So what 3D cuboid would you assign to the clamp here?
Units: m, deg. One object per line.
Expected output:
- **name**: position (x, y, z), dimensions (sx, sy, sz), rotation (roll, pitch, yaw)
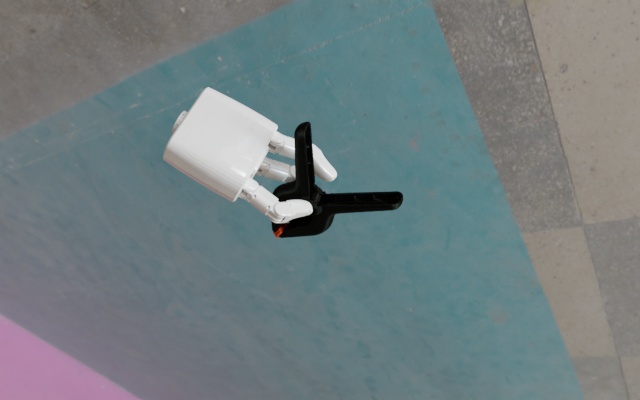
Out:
- **clamp**: position (-0.001, 0.003, 0.655), dimensions (0.164, 0.036, 0.210), rotation (32, -43, -8)
